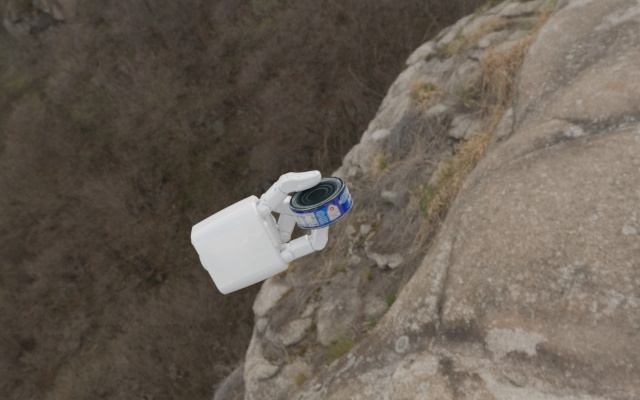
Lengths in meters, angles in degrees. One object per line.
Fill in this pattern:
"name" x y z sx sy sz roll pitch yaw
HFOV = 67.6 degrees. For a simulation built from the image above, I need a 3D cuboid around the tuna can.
"tuna can" 0.000 0.002 0.667 0.086 0.034 0.086 -19 27 10
